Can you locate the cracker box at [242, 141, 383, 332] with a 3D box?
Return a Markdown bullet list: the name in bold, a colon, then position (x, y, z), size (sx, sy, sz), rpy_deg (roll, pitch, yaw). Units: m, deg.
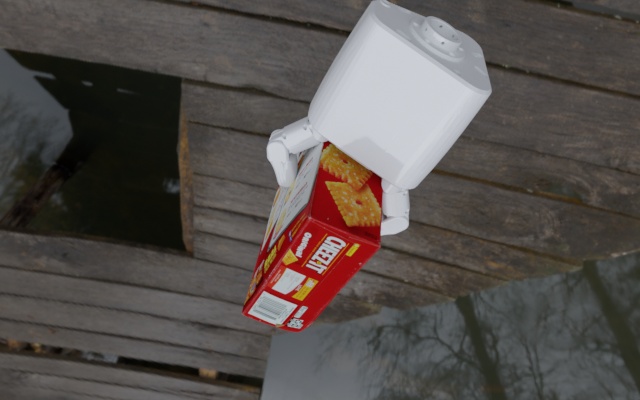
- **cracker box**: position (0.000, 0.002, 0.487), size (0.072, 0.213, 0.164), rpy_deg (24, -47, -12)
